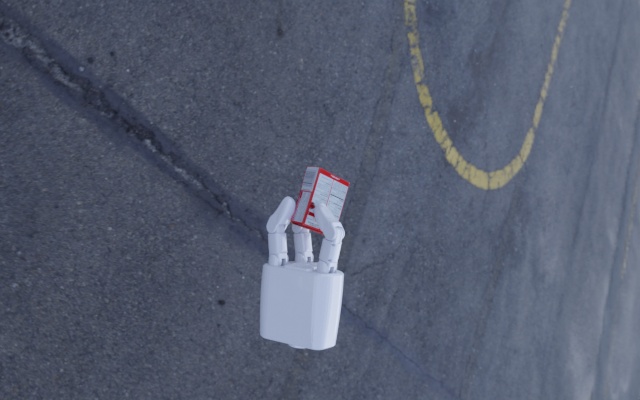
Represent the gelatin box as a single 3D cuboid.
[{"bbox_3d":[0.001,0.002,0.706,0.030,0.089,0.073,11,-8,43],"label":"gelatin box"}]
